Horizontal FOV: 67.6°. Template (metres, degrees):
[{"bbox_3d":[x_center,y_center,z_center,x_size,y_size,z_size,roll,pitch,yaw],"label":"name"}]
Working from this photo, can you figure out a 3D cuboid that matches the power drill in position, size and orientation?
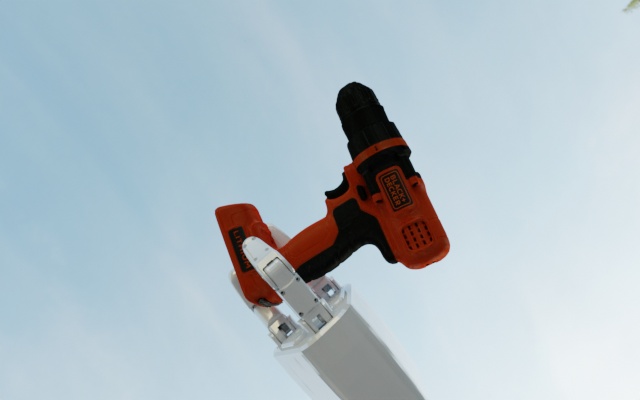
[{"bbox_3d":[0.000,0.002,0.440,0.187,0.184,0.057,-26,-19,11],"label":"power drill"}]
